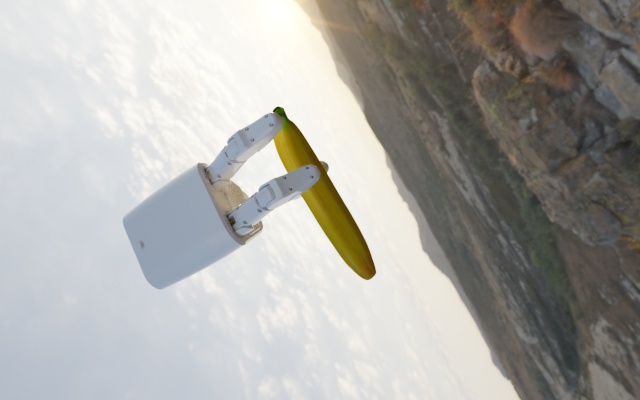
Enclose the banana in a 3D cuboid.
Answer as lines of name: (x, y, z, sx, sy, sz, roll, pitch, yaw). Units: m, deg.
banana: (-0.001, -0.005, 0.500, 0.037, 0.198, 0.069, -30, 11, 7)
